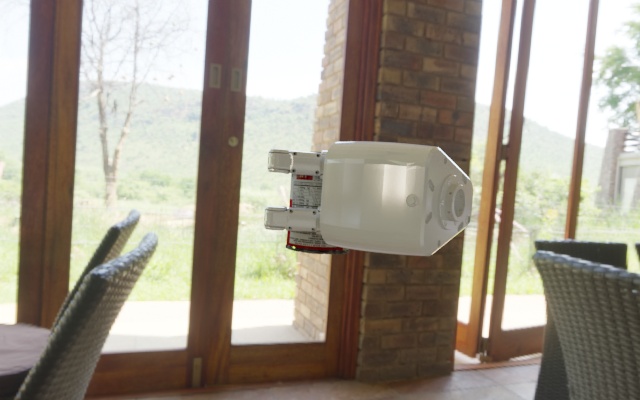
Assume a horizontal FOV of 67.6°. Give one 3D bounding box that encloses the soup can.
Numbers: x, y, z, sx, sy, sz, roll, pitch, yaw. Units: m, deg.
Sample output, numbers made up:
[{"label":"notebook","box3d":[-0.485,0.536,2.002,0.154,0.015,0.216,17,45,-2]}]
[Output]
[{"label":"soup can","box3d":[0.000,0.001,0.504,0.068,0.102,0.068,4,2,0]}]
